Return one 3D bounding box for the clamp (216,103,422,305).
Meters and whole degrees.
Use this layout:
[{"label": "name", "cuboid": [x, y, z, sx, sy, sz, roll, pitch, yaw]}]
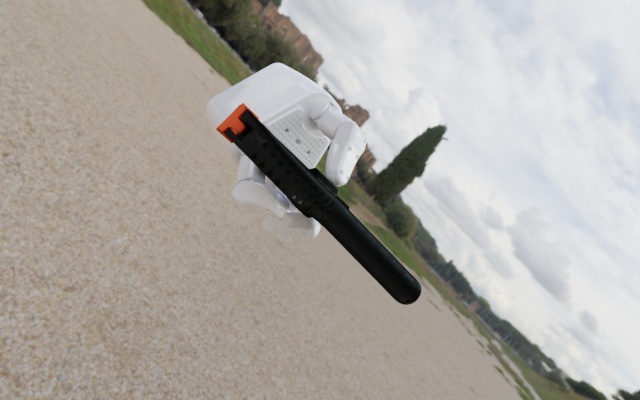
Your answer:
[{"label": "clamp", "cuboid": [0.000, 0.000, 0.405, 0.210, 0.036, 0.164, 43, 3, -42]}]
